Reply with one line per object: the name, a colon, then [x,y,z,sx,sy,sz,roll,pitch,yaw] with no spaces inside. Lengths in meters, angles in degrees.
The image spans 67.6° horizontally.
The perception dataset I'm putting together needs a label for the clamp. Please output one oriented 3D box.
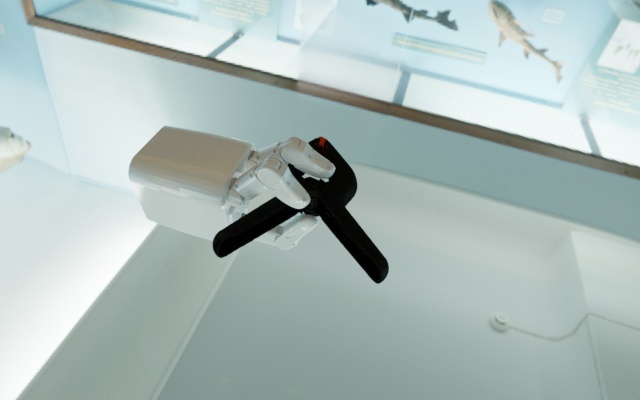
clamp: [0.000,0.002,0.508,0.164,0.036,0.209,15,40,5]
